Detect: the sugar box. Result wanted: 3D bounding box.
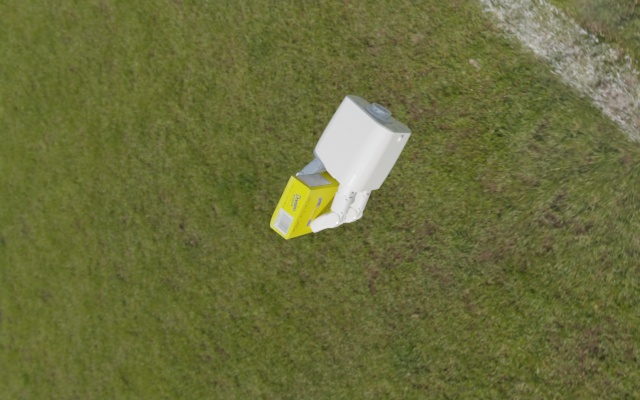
[{"bbox_3d":[0.001,0.003,0.778,0.048,0.093,0.176,38,25,25],"label":"sugar box"}]
